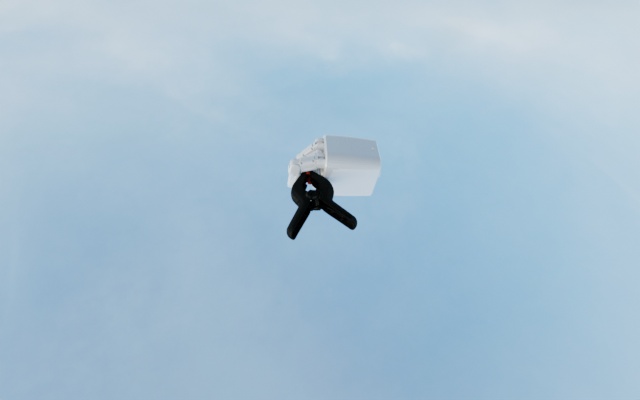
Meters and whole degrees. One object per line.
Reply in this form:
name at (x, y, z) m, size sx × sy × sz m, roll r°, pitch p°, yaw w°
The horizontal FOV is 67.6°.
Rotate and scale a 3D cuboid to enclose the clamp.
clamp at (0.000, 0.003, 0.856) m, size 0.120 × 0.039 × 0.171 m, roll 1°, pitch 43°, yaw -4°
